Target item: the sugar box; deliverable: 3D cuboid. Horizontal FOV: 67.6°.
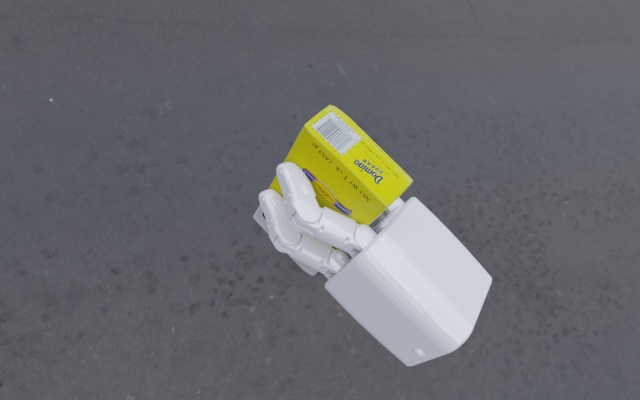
[{"bbox_3d":[0.000,0.002,0.443,0.048,0.093,0.176,-41,-7,-36],"label":"sugar box"}]
